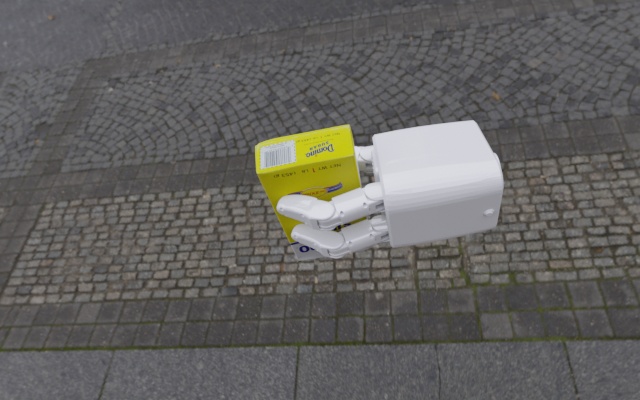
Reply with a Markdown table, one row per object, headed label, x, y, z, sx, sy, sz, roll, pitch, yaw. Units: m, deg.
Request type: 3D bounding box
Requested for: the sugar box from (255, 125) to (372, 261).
| label | x | y | z | sx | sy | sz | roll | pitch | yaw |
| --- | --- | --- | --- | --- | --- | --- | --- | --- | --- |
| sugar box | 0.000 | 0.002 | 0.505 | 0.093 | 0.048 | 0.176 | -10 | -38 | 7 |
